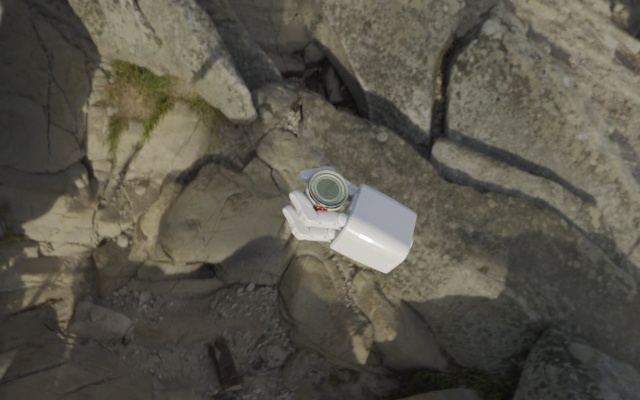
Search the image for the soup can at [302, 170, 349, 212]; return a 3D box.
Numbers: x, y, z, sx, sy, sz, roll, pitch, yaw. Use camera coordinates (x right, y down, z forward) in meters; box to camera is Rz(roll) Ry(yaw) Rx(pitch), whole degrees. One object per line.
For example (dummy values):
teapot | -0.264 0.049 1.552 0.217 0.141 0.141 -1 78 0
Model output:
soup can | 0.000 0.002 0.772 0.068 0.068 0.102 0 -25 -17
